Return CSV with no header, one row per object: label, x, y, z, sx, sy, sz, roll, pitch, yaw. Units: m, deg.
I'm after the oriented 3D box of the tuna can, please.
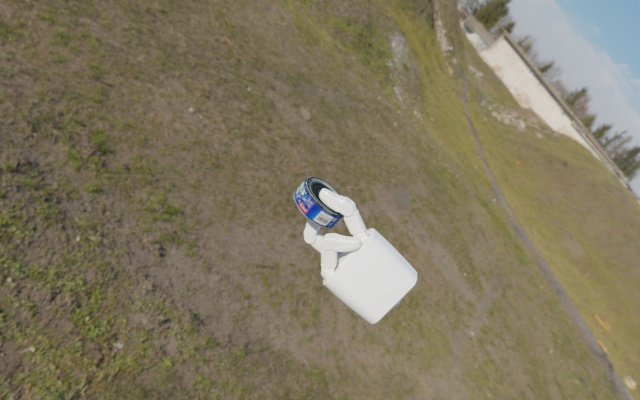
tuna can,0.000,0.002,0.767,0.034,0.086,0.086,-47,-25,26
